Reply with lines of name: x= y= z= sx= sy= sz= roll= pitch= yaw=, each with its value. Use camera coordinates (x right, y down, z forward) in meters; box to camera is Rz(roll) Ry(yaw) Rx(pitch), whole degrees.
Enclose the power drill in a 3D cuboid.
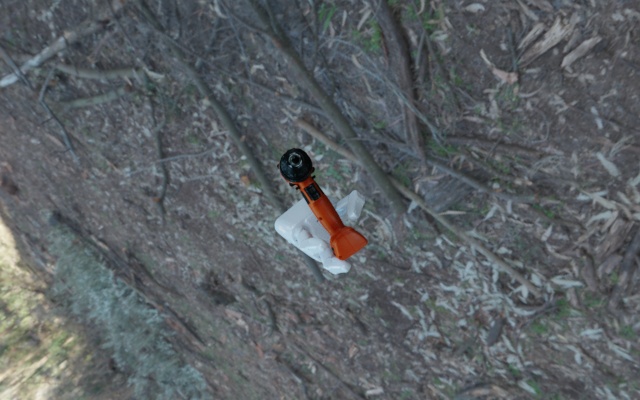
power drill: x=0.000 y=0.003 z=0.753 sx=0.057 sy=0.187 sz=0.184 roll=-33 pitch=0 yaw=-1
